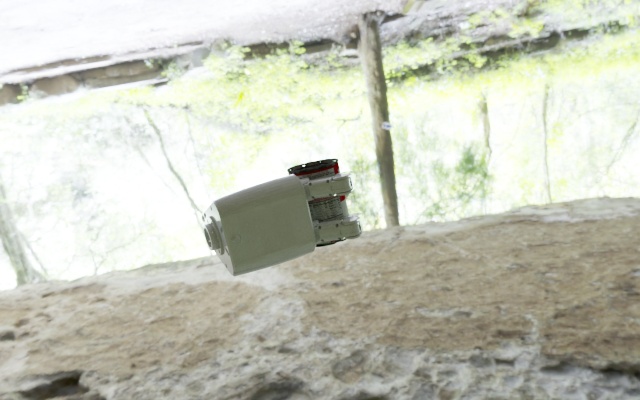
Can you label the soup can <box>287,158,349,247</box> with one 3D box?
[{"bbox_3d":[0.001,0.002,0.622,0.068,0.102,0.068,-12,11,2],"label":"soup can"}]
